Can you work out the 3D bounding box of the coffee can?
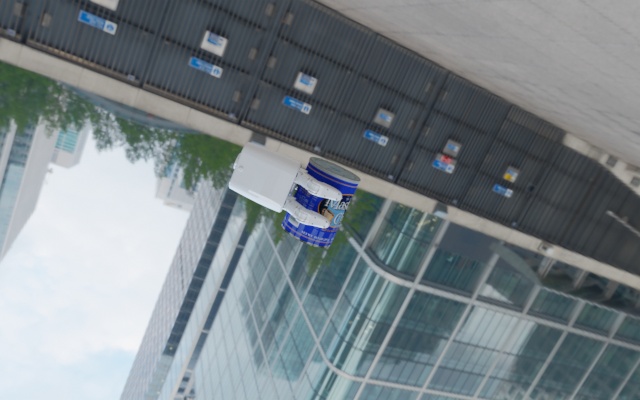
[{"bbox_3d":[0.000,0.003,0.893,0.103,0.140,0.102,23,13,-6],"label":"coffee can"}]
